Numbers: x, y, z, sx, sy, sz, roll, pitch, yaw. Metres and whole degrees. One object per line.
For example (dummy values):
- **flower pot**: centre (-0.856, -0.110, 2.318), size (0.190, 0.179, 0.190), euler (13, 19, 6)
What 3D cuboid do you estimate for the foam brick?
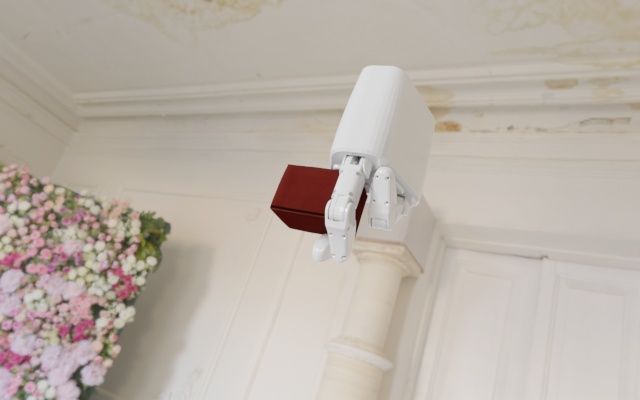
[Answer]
- **foam brick**: centre (0.000, 0.002, 0.480), size (0.078, 0.051, 0.053), euler (9, -23, 22)
